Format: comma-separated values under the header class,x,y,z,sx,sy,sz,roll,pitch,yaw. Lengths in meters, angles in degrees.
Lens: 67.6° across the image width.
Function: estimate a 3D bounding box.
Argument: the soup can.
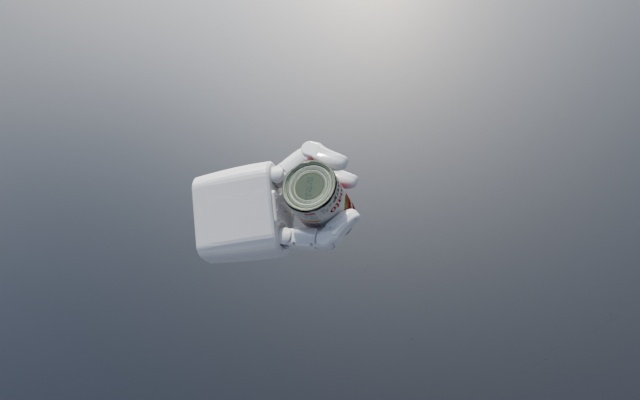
class,x,y,z,sx,sy,sz,roll,pitch,yaw
soup can,0.000,0.002,0.590,0.068,0.068,0.102,0,-23,18
